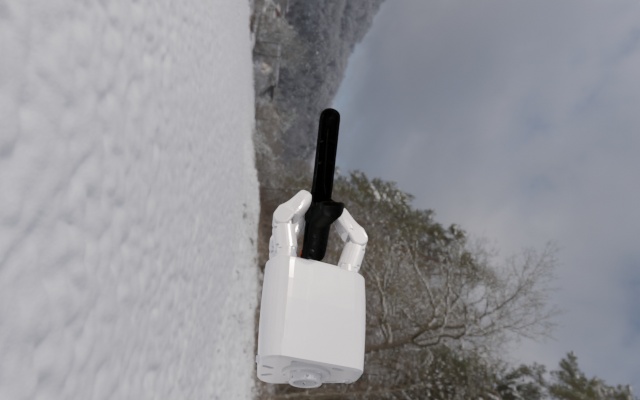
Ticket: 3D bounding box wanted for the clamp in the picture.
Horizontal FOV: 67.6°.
[{"bbox_3d":[0.001,0.003,0.600,0.036,0.164,0.210,6,-36,-5],"label":"clamp"}]
